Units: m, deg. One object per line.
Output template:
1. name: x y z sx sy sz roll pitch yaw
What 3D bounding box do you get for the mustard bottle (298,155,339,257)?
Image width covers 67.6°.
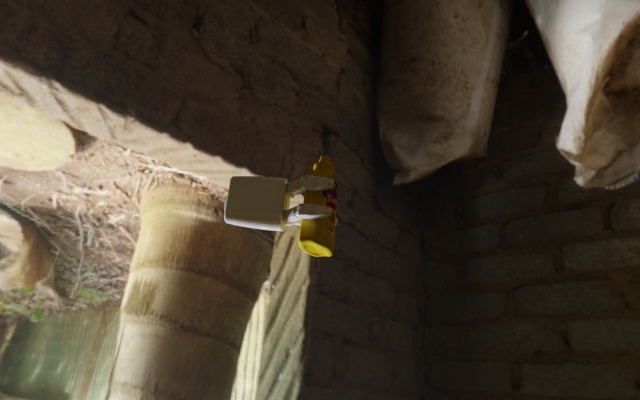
1. mustard bottle: 0.000 0.003 0.897 0.058 0.191 0.096 -5 -25 23
